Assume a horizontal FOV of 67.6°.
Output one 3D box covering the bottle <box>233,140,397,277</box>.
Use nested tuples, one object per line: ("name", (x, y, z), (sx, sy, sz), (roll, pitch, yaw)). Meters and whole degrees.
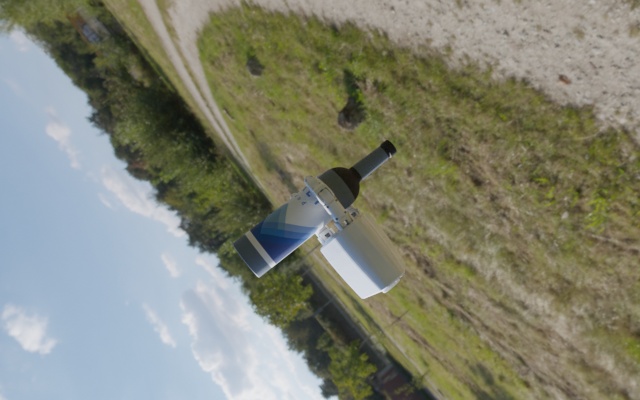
("bottle", (0.000, 0.003, 0.752), (0.295, 0.069, 0.069), (-38, 6, -8))
